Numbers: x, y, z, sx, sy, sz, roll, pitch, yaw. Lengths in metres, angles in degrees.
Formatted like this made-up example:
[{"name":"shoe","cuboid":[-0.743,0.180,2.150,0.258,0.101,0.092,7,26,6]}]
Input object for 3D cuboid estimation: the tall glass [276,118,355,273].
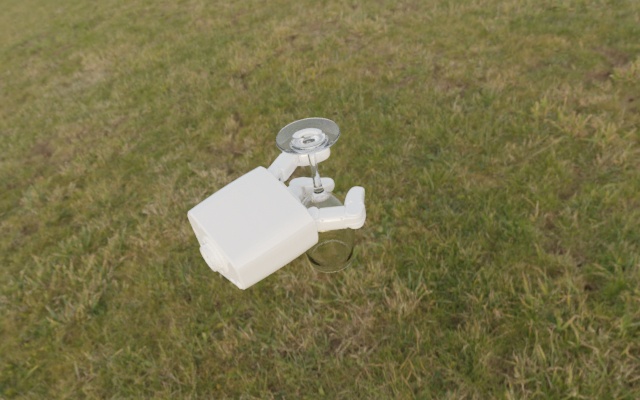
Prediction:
[{"name":"tall glass","cuboid":[0.000,0.001,0.601,0.079,0.201,0.079,-7,39,6]}]
